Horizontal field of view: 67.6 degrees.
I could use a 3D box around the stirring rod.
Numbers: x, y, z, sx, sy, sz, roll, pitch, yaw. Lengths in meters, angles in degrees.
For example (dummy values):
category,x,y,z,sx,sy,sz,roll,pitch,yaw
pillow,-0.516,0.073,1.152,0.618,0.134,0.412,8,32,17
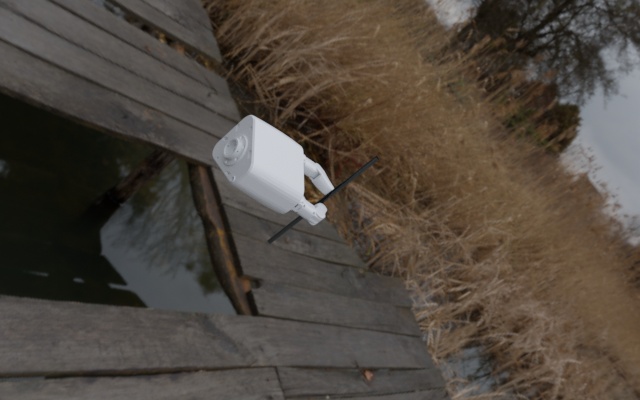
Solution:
category,x,y,z,sx,sy,sz,roll,pitch,yaw
stirring rod,0.000,0.003,0.788,0.239,0.011,0.011,-38,-15,20
